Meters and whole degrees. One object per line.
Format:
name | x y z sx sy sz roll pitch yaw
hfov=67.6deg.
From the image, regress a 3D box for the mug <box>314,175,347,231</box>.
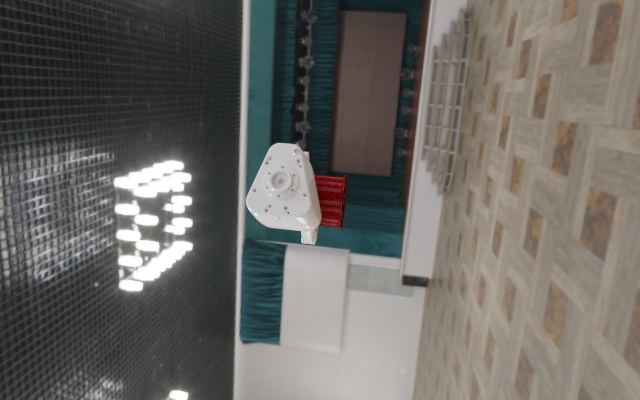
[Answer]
mug | 0.000 0.003 0.809 0.081 0.093 0.117 6 -13 6
